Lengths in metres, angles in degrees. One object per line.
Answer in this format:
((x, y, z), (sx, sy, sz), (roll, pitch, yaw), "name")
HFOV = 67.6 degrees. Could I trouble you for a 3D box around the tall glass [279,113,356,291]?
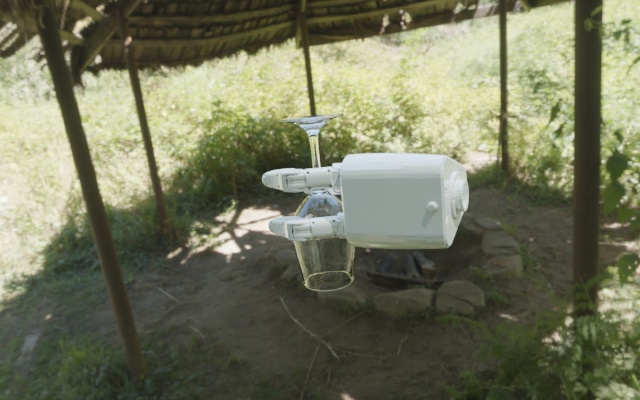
((0.000, 0.001, 0.563), (0.079, 0.201, 0.079), (-5, 12, 1), "tall glass")
